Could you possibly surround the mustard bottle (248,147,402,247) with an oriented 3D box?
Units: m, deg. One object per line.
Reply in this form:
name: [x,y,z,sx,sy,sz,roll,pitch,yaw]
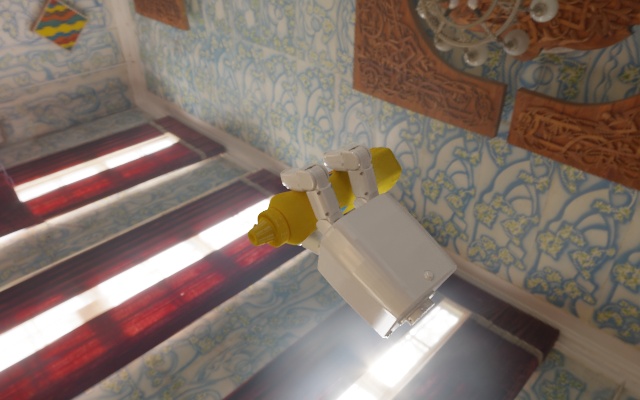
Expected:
mustard bottle: [0.000,0.001,0.536,0.191,0.058,0.096,-29,1,-36]
